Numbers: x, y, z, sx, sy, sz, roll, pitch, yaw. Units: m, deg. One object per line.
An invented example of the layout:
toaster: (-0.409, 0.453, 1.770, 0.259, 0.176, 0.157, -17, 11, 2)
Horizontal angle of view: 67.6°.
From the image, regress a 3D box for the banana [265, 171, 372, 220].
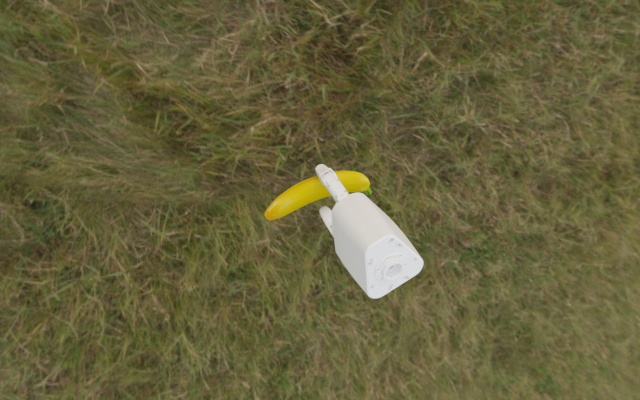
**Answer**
banana: (0.004, -0.013, 0.781, 0.198, 0.070, 0.037, -12, 40, -20)
